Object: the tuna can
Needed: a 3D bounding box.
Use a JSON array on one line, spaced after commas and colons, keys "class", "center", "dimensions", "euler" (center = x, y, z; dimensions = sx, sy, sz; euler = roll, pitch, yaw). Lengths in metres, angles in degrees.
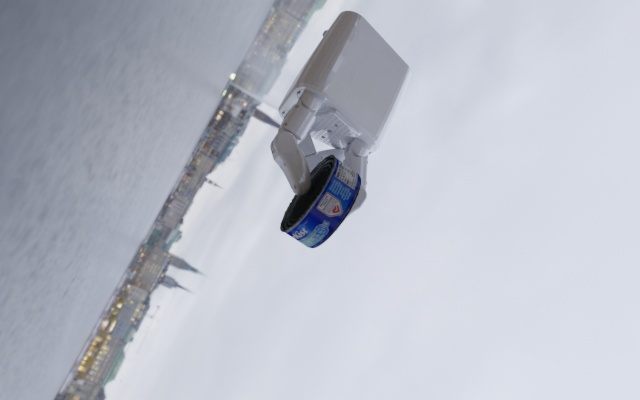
[{"class": "tuna can", "center": [0.001, 0.002, 0.447], "dimensions": [0.034, 0.086, 0.086], "euler": [34, -9, -14]}]
